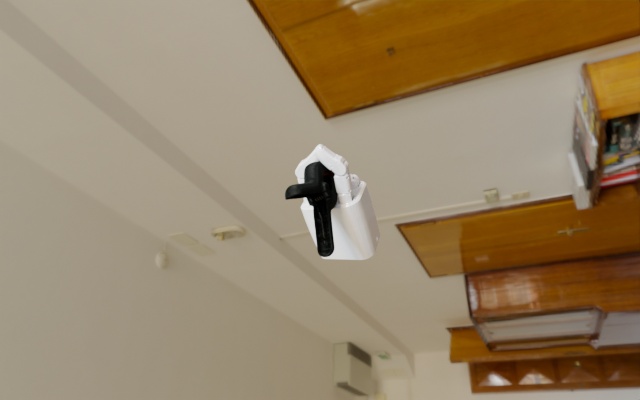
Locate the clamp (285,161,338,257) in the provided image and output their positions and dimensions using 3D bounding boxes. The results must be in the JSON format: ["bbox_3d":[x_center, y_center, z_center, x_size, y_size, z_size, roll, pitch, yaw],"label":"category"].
[{"bbox_3d":[0.000,0.002,0.717,0.039,0.120,0.171,-12,22,21],"label":"clamp"}]
